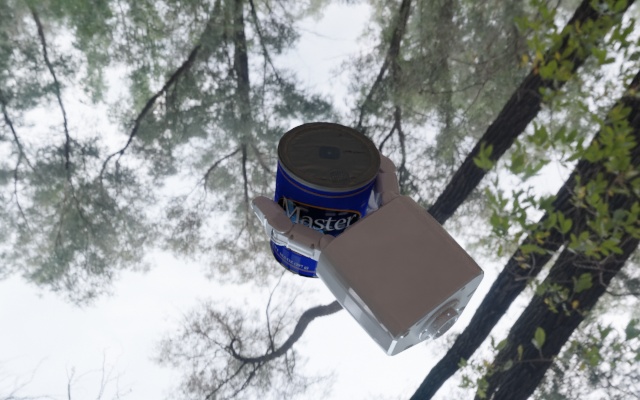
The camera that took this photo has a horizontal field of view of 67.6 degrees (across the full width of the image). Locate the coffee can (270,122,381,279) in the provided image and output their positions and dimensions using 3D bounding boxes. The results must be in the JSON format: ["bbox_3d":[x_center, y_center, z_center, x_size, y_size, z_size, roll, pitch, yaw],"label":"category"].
[{"bbox_3d":[0.000,0.001,0.517,0.103,0.140,0.102,5,44,-5],"label":"coffee can"}]
